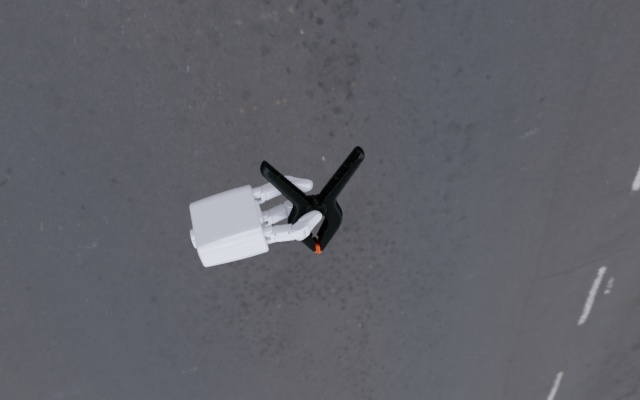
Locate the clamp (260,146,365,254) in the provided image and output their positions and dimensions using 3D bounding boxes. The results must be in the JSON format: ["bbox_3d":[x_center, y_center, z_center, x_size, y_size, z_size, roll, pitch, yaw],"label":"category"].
[{"bbox_3d":[0.000,0.004,0.795,0.164,0.210,0.036,-14,40,-5],"label":"clamp"}]
